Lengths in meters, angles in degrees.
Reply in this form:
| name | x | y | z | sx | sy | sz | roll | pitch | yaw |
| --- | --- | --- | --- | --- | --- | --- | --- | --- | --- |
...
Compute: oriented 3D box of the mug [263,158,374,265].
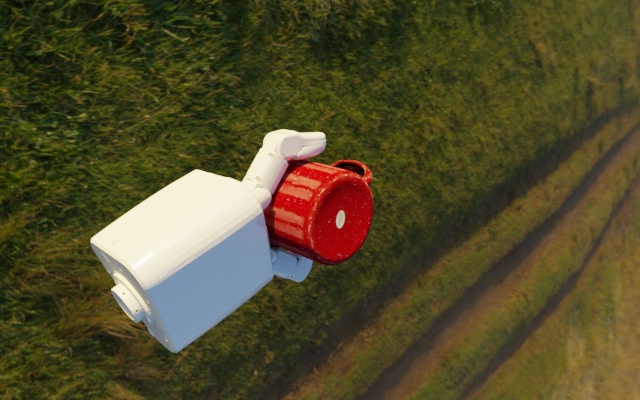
| name | x | y | z | sx | sy | sz | roll | pitch | yaw |
| --- | --- | --- | --- | --- | --- | --- | --- | --- | --- |
| mug | 0.001 | 0.001 | 0.427 | 0.081 | 0.093 | 0.117 | 17 | 46 | 44 |
